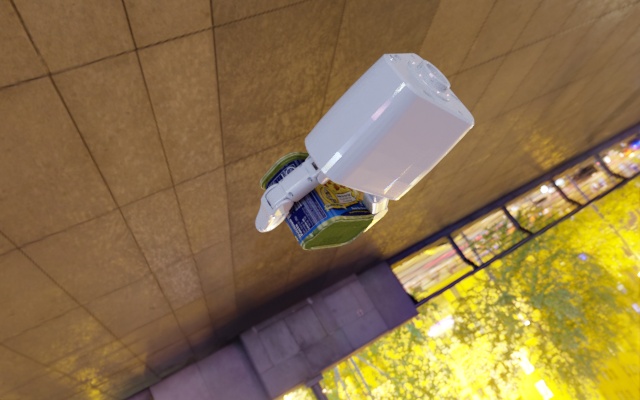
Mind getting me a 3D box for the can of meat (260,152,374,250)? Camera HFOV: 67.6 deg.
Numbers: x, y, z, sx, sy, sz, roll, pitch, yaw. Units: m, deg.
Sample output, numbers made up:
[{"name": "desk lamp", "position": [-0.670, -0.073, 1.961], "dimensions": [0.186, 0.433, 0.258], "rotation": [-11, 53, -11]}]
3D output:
[{"name": "can of meat", "position": [0.000, 0.002, 0.496], "dimensions": [0.057, 0.084, 0.102], "rotation": [-44, -23, 27]}]
